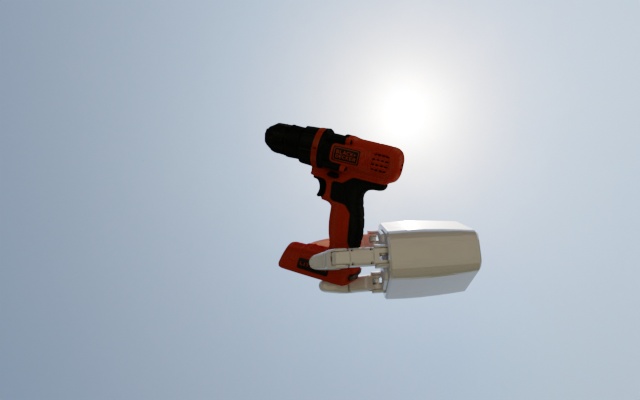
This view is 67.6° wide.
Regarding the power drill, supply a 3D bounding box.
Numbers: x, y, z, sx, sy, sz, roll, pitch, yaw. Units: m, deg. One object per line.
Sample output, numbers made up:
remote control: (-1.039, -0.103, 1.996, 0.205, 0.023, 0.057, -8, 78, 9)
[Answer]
power drill: (0.000, 0.003, 0.611, 0.184, 0.188, 0.057, 15, 12, 18)
